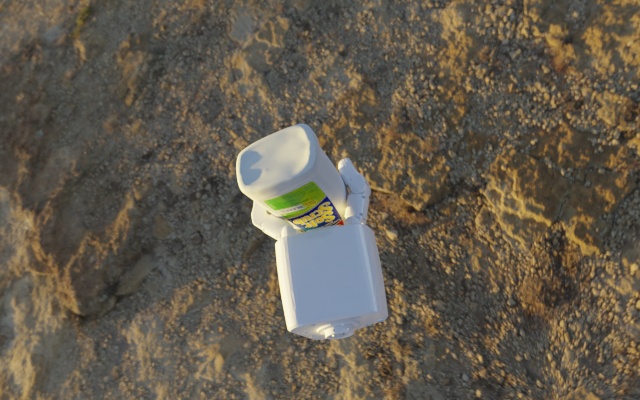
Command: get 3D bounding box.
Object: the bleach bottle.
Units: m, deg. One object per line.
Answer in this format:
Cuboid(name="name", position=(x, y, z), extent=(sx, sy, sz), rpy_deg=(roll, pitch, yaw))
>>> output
Cuboid(name="bleach bottle", position=(0.000, 0.002, 0.614), extent=(0.102, 0.068, 0.251), rpy_deg=(-20, -30, 18))
